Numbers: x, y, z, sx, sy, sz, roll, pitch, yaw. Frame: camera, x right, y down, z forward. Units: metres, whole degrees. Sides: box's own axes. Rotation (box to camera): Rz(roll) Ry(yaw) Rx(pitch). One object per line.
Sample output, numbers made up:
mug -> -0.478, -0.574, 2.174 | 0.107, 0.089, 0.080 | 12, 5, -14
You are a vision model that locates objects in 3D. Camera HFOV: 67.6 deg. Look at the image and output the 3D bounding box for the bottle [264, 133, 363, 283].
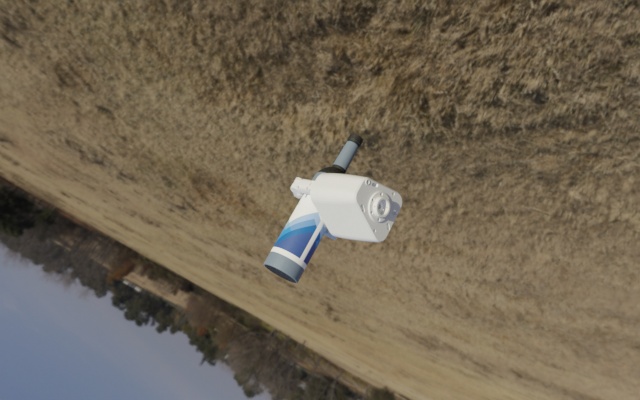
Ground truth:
bottle -> 0.000, 0.003, 0.857 | 0.069, 0.295, 0.069 | 26, -19, 10
